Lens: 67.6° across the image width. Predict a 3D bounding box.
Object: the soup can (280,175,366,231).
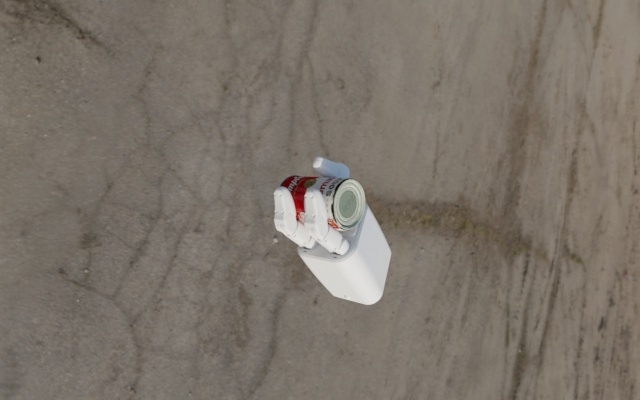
[{"bbox_3d":[0.000,0.002,0.634,0.102,0.068,0.068,5,3,42],"label":"soup can"}]
